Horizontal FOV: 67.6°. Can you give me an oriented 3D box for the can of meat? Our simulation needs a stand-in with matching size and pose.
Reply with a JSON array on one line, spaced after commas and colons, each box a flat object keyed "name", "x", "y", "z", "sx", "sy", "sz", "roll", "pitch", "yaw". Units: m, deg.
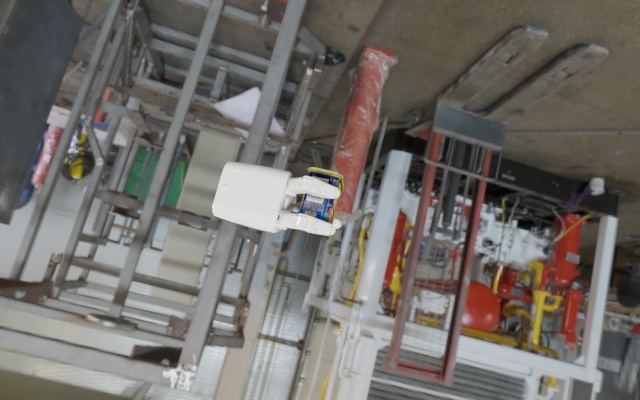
[{"name": "can of meat", "x": 0.000, "y": 0.003, "z": 0.769, "sx": 0.057, "sy": 0.084, "sz": 0.102, "roll": 13, "pitch": -11, "yaw": 6}]
